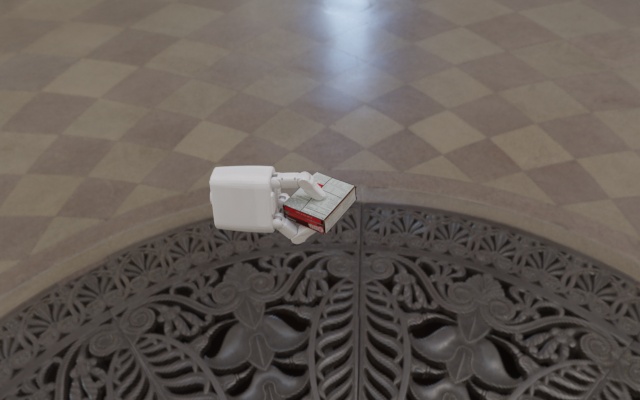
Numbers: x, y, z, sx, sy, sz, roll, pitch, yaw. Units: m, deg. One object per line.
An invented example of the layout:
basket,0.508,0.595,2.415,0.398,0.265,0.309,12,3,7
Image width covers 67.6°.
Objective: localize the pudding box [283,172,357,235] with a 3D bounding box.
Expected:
pudding box,0.000,0.003,0.859,0.090,0.039,0.113,22,49,26
